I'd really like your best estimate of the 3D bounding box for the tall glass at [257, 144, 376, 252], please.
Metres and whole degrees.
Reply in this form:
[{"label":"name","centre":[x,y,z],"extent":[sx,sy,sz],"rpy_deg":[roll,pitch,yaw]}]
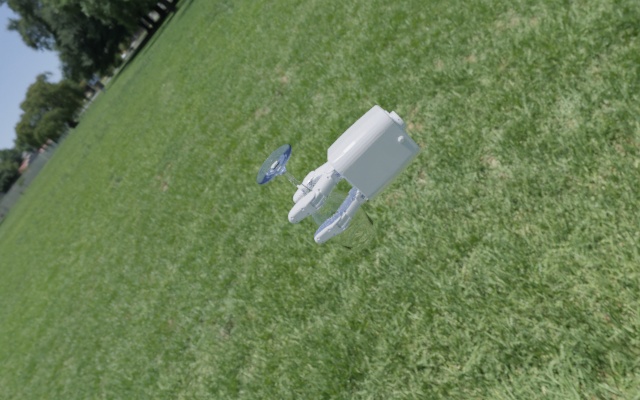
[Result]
[{"label":"tall glass","centre":[0.000,0.002,0.745],"extent":[0.201,0.079,0.079],"rpy_deg":[40,-21,-27]}]
